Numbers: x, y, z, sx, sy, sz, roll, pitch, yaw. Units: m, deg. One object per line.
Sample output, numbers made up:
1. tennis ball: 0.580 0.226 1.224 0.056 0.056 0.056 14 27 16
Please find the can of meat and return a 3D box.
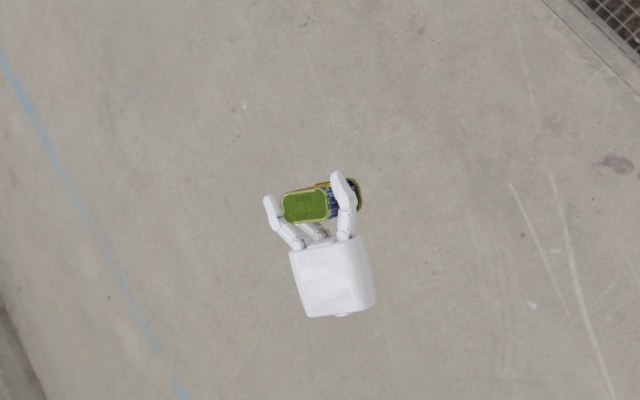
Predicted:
1. can of meat: 0.000 0.002 0.750 0.102 0.057 0.084 -8 5 41
